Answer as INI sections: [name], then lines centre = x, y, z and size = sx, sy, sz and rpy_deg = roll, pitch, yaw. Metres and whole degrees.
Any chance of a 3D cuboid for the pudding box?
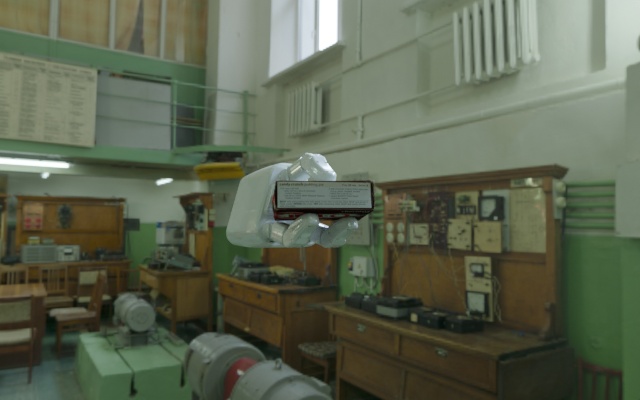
[pudding box]
centre = 0.000, 0.002, 0.566
size = 0.113, 0.039, 0.090
rpy_deg = -2, -8, -7
